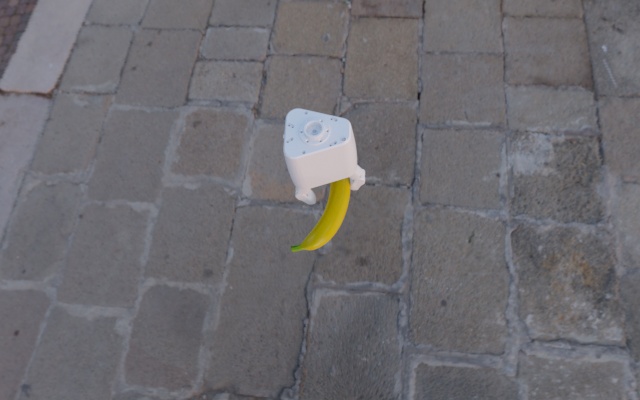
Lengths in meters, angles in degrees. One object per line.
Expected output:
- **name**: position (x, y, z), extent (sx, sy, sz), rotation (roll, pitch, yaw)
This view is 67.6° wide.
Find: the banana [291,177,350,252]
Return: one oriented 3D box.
- **banana**: position (0.015, 0.012, 0.869), extent (0.069, 0.197, 0.037), rotation (22, -17, 18)
